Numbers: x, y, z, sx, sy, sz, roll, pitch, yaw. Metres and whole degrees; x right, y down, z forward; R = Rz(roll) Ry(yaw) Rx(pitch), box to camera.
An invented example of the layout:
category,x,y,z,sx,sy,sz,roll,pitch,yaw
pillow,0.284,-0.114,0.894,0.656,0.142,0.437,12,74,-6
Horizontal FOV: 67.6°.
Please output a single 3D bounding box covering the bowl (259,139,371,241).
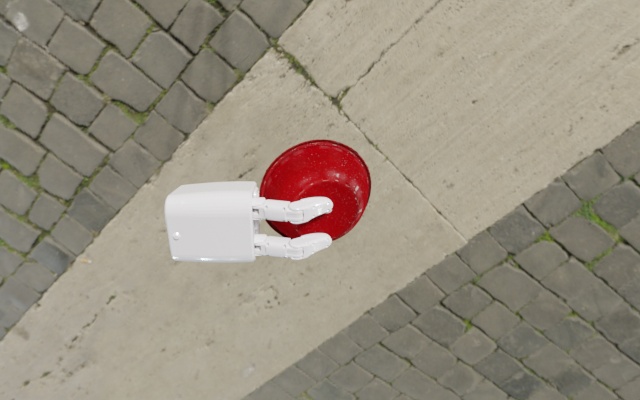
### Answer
category,x,y,z,sx,sy,sz,roll,pitch,yaw
bowl,0.001,0.002,0.646,0.162,0.162,0.055,0,28,-15
